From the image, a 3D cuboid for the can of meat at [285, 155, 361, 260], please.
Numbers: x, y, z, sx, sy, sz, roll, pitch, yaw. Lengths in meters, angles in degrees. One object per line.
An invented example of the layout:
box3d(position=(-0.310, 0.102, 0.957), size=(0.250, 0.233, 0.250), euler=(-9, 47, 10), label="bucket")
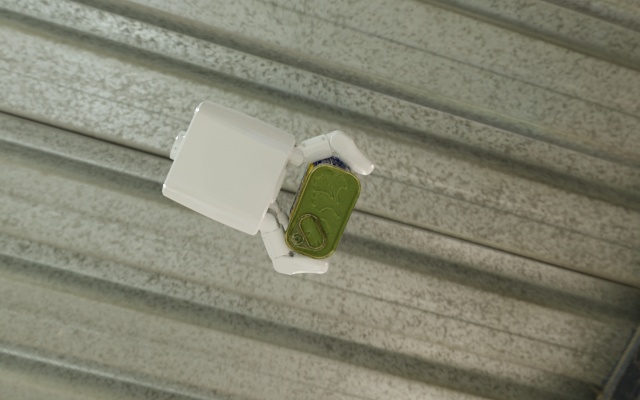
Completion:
box3d(position=(0.000, 0.002, 0.533), size=(0.057, 0.102, 0.084), euler=(20, 15, -9), label="can of meat")
